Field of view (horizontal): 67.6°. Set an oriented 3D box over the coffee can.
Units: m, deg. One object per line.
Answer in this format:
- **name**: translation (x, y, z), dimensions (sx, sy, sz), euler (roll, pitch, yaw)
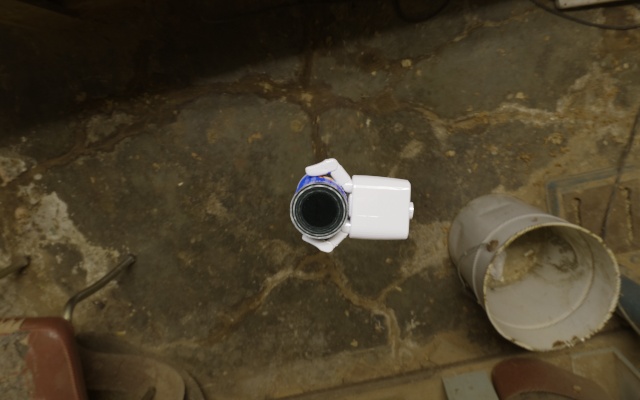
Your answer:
- **coffee can**: translation (0.000, 0.003, 0.897), dimensions (0.103, 0.103, 0.140), euler (0, 13, 2)
